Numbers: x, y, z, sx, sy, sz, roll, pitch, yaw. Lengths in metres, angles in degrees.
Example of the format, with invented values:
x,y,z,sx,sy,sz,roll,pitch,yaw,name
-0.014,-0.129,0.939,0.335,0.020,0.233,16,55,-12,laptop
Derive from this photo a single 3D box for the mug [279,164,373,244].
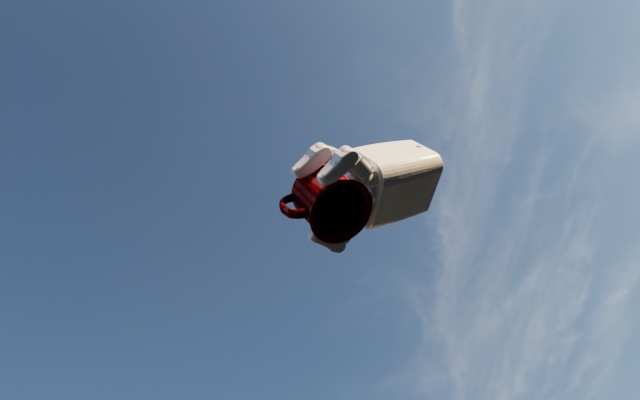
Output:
x,y,z,sx,sy,sz,roll,pitch,yaw,name
-0.001,0.002,0.650,0.117,0.093,0.081,-12,29,-23,mug
